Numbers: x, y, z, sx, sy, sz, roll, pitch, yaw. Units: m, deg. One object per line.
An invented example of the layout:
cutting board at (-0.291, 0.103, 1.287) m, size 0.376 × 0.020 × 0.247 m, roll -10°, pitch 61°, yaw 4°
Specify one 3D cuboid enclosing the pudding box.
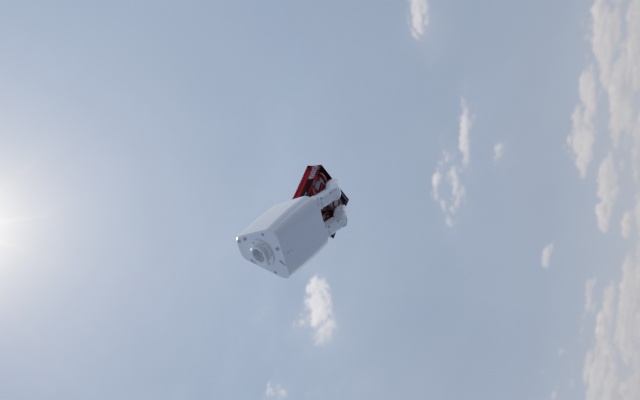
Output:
pudding box at (0.000, 0.003, 0.872) m, size 0.039 × 0.090 × 0.113 m, roll 4°, pitch -32°, yaw 36°
